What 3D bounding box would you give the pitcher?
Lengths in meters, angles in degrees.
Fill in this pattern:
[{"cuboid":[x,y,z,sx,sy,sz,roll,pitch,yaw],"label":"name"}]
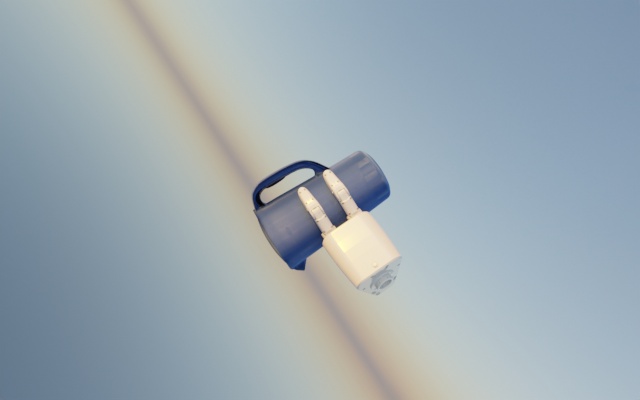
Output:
[{"cuboid":[0.000,0.003,0.893,0.243,0.145,0.149,-33,-32,-6],"label":"pitcher"}]
